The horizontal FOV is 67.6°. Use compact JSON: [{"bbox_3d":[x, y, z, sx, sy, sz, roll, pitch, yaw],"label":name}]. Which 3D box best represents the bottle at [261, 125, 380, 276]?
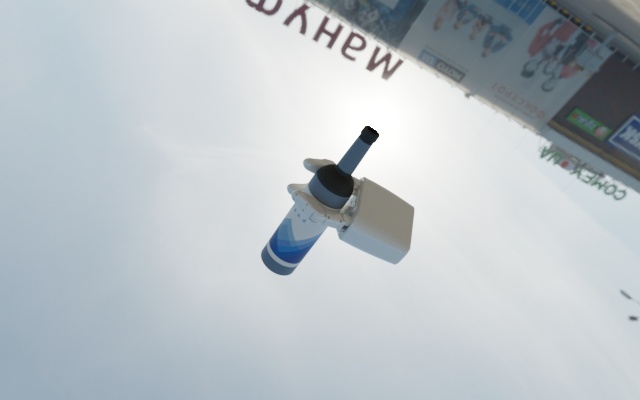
[{"bbox_3d":[0.000,0.003,0.756,0.069,0.069,0.296,0,-44,-45],"label":"bottle"}]
